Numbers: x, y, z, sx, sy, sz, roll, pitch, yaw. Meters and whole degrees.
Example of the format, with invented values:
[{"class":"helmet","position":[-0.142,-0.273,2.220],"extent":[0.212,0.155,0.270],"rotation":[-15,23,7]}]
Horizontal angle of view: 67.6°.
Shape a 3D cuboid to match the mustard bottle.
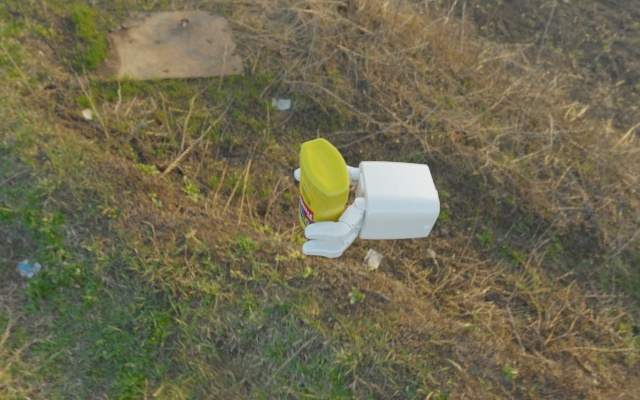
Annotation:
[{"class":"mustard bottle","position":[0.000,0.002,0.706],"extent":[0.058,0.096,0.192],"rotation":[-19,-28,-15]}]
